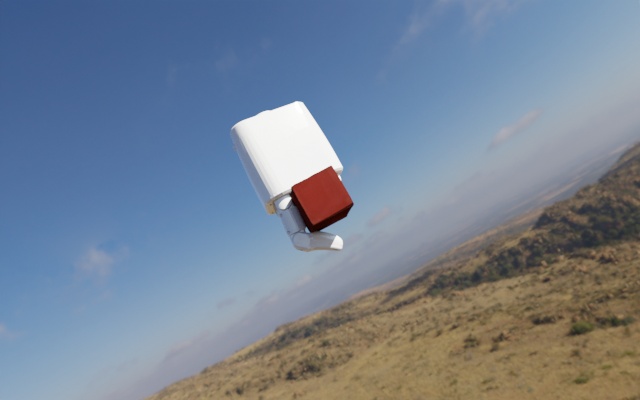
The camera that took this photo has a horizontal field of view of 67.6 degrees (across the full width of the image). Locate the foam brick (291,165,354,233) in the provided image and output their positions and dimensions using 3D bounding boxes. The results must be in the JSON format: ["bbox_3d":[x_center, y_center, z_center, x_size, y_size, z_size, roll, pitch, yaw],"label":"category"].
[{"bbox_3d":[0.000,0.002,0.549,0.053,0.051,0.078,-27,-9,-8],"label":"foam brick"}]
